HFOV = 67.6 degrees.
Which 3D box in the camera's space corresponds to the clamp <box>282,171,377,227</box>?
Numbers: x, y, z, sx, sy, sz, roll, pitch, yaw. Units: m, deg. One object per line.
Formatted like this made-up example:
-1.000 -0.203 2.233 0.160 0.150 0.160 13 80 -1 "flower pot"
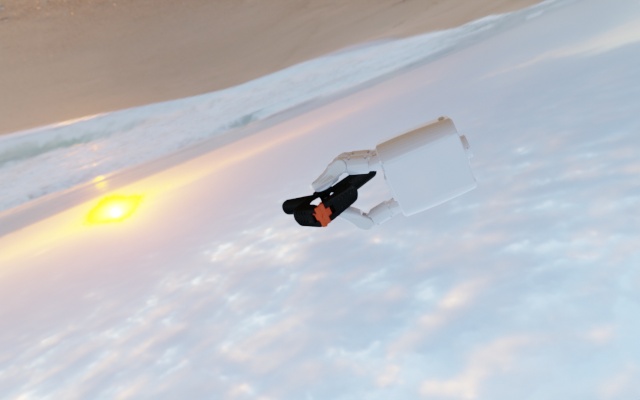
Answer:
0.001 0.003 0.690 0.164 0.036 0.210 -24 9 15 "clamp"
